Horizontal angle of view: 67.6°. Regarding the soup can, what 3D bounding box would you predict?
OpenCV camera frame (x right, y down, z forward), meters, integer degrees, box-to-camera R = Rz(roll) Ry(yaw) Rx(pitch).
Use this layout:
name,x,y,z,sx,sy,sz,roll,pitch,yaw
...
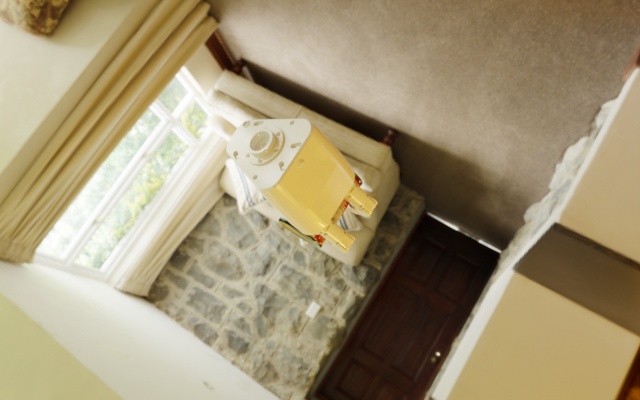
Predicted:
name,x,y,z,sx,sy,sz,roll,pitch,yaw
soup can,0.000,0.002,0.620,0.068,0.102,0.068,31,-11,7
